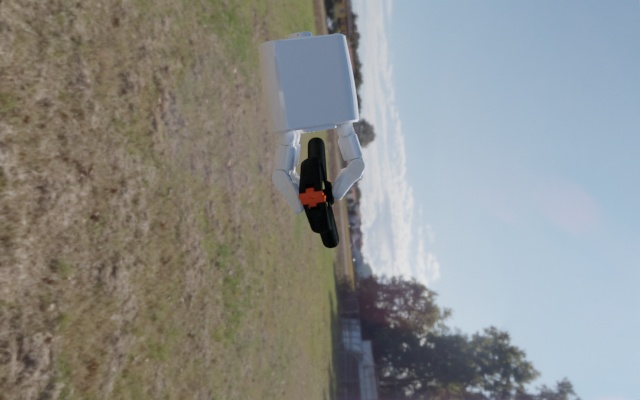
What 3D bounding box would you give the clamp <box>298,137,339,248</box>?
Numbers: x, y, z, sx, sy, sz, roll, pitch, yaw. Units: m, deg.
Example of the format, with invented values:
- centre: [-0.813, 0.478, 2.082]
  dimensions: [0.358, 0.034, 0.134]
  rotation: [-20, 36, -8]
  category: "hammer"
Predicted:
- centre: [0.001, 0.002, 0.623]
  dimensions: [0.036, 0.164, 0.210]
  rotation: [-10, 9, 5]
  category: "clamp"
